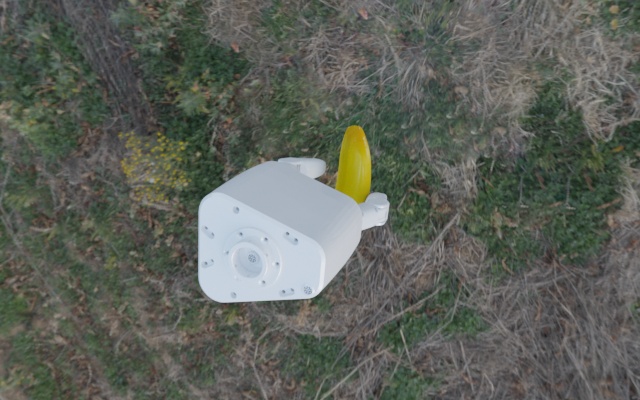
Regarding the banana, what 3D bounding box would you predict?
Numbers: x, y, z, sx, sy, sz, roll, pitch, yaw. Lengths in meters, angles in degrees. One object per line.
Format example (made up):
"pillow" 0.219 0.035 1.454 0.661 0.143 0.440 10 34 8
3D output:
"banana" 0.013 0.015 0.530 0.069 0.198 0.037 36 26 12
